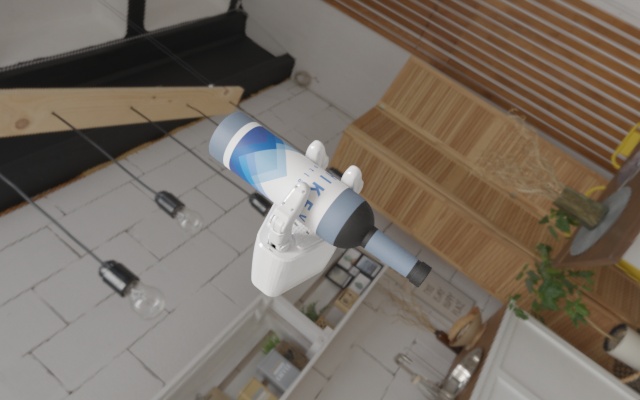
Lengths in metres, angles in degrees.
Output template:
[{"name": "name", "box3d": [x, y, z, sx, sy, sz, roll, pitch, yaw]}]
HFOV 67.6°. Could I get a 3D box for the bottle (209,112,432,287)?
[{"name": "bottle", "box3d": [0.000, 0.002, 0.562, 0.295, 0.069, 0.069, 36, 9, 13]}]
